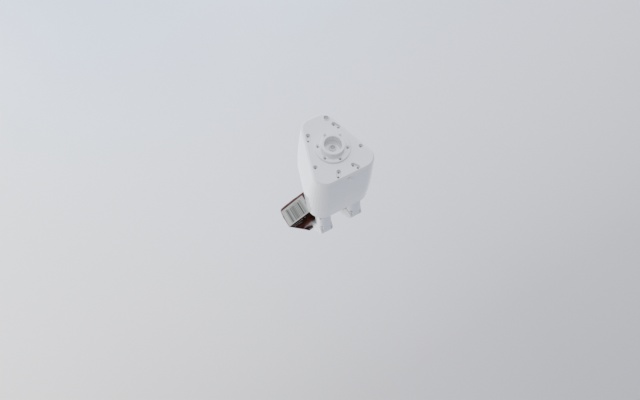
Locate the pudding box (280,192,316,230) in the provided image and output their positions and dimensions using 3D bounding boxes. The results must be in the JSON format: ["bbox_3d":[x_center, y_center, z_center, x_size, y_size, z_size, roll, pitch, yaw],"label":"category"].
[{"bbox_3d":[0.000,0.002,0.794,0.113,0.039,0.090,-35,-18,13],"label":"pudding box"}]
